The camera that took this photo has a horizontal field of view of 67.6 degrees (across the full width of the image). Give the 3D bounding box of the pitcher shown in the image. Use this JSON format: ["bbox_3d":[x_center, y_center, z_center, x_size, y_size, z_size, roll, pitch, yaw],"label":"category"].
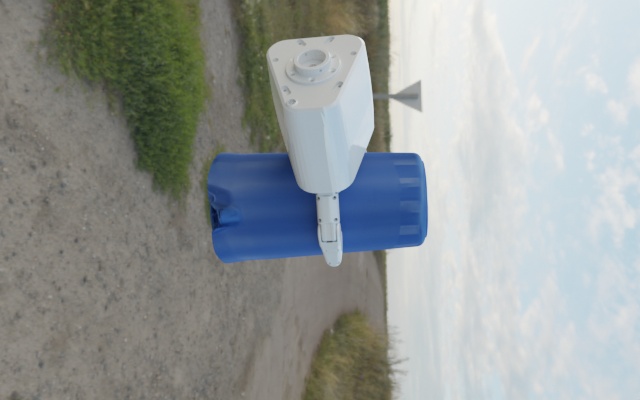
[{"bbox_3d":[0.000,0.002,0.572,0.243,0.149,0.145,-2,-39,8],"label":"pitcher"}]
